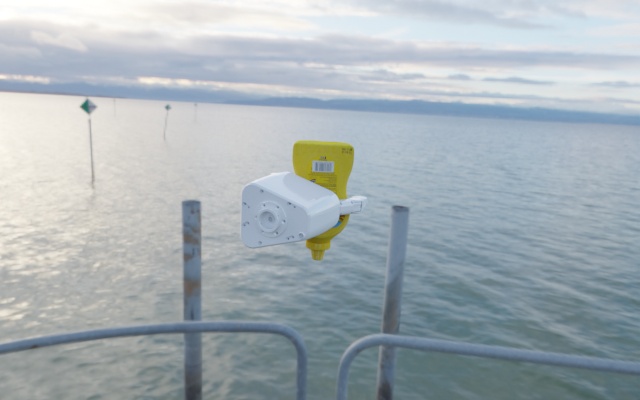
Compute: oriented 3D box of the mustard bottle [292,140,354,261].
[{"bbox_3d":[0.000,0.002,0.763,0.096,0.192,0.058,3,11,-3],"label":"mustard bottle"}]
